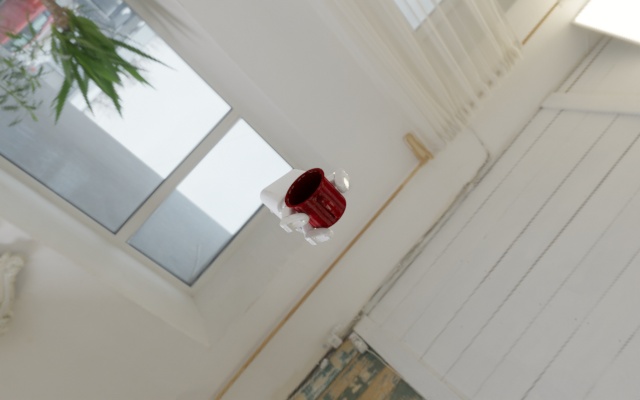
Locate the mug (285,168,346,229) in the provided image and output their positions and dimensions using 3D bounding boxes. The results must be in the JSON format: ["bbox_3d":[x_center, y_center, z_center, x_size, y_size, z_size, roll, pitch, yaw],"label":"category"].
[{"bbox_3d":[0.001,0.003,0.876,0.081,0.093,0.117,45,-11,-30],"label":"mug"}]
